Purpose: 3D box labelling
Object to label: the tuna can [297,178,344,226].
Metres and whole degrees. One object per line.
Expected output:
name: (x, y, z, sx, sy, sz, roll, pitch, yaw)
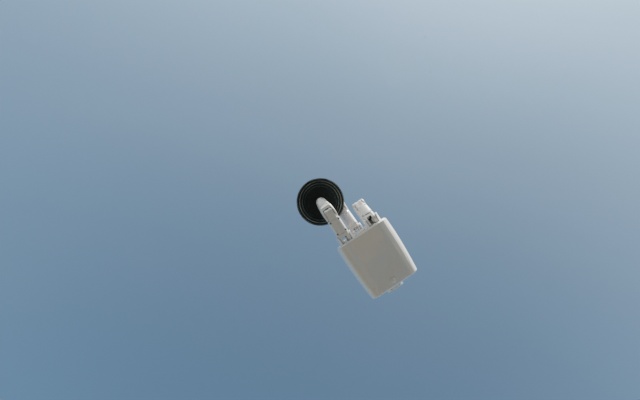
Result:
tuna can: (0.000, 0.003, 0.872, 0.086, 0.086, 0.034, 0, -1, 1)
